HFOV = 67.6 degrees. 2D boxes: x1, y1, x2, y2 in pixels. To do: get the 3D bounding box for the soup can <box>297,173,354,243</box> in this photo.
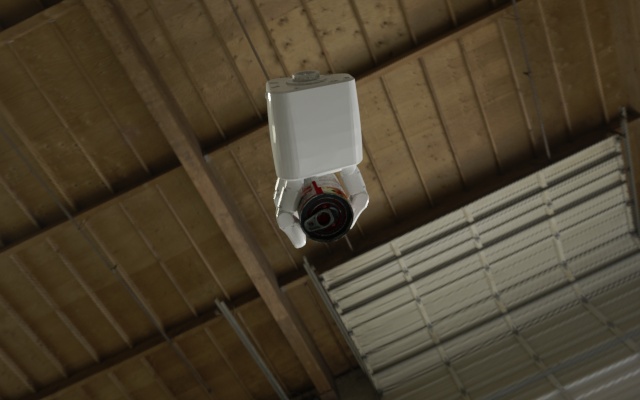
[{"bbox_3d":[0.000,0.002,0.629,0.068,0.068,0.102,0,24,-9],"label":"soup can"}]
